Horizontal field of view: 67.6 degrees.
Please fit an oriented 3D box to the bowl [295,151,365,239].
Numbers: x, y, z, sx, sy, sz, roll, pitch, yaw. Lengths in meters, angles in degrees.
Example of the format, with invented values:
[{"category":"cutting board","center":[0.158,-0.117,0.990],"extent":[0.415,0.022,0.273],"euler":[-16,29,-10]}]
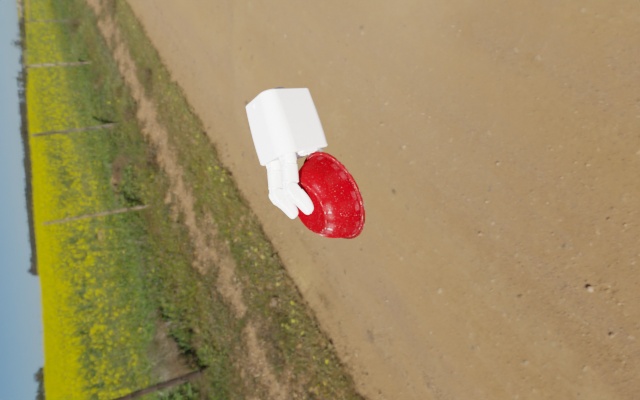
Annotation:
[{"category":"bowl","center":[0.000,0.004,0.796],"extent":[0.055,0.162,0.162],"euler":[-28,15,-30]}]
